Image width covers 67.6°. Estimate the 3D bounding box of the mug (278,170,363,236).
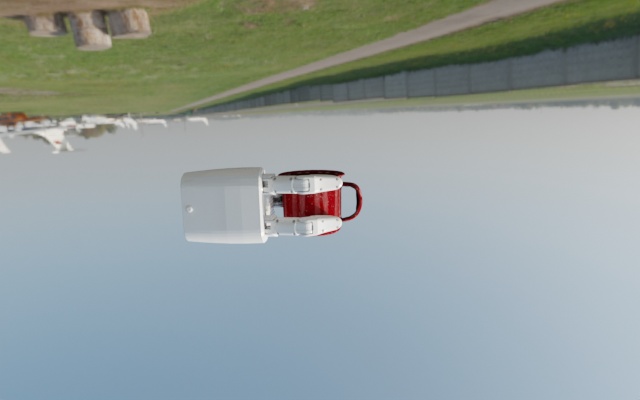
[{"bbox_3d":[0.002,0.002,0.668,0.117,0.081,0.093,0,10,5],"label":"mug"}]
